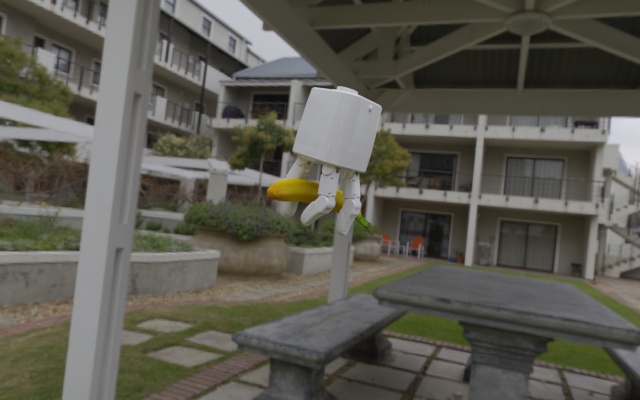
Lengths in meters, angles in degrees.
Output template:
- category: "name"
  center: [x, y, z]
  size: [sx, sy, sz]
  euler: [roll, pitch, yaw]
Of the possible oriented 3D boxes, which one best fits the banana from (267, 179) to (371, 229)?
- category: "banana"
  center: [-0.005, -0.005, 0.754]
  size: [0.198, 0.037, 0.069]
  euler: [17, 17, -33]
